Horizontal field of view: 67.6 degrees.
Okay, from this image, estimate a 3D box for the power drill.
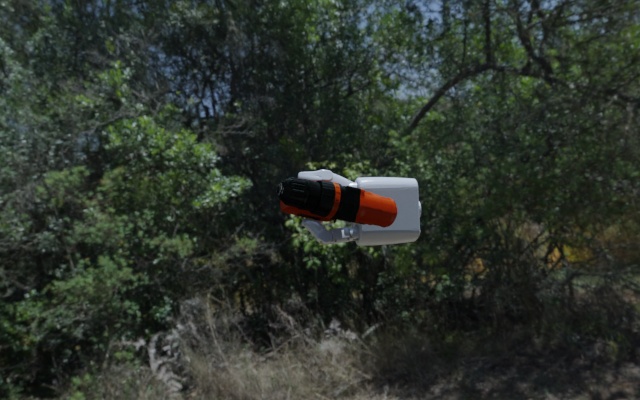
[{"bbox_3d":[0.000,0.002,0.745,0.184,0.057,0.187,14,-3,-22],"label":"power drill"}]
